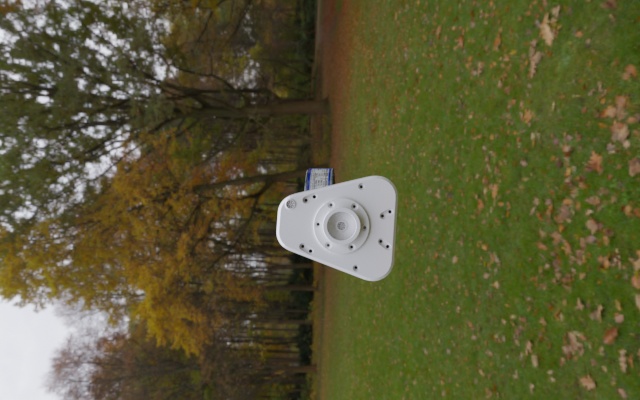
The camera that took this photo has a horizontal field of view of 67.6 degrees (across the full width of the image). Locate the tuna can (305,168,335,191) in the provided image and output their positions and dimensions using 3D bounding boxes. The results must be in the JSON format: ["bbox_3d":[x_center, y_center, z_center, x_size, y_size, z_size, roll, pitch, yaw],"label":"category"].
[{"bbox_3d":[0.000,0.002,0.600,0.034,0.086,0.086,1,0,4],"label":"tuna can"}]
